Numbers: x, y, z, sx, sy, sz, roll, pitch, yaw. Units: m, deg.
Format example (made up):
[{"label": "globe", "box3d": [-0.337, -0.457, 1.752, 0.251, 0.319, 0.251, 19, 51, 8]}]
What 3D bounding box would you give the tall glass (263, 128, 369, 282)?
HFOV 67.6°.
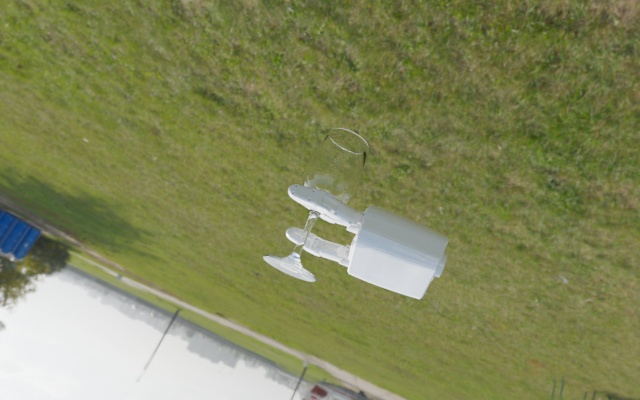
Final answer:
[{"label": "tall glass", "box3d": [0.000, 0.003, 0.639, 0.079, 0.201, 0.079, 22, -19, 8]}]
